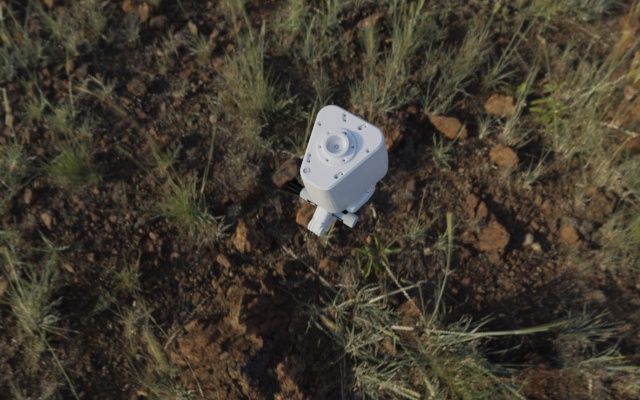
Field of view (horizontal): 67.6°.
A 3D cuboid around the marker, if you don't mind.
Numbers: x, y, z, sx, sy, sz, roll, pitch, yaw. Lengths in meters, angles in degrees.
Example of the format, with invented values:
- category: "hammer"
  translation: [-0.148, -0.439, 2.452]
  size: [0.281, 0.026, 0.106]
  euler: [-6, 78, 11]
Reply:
- category: "marker"
  translation: [0.000, 0.002, 0.709]
  size: [0.121, 0.020, 0.020]
  euler: [30, 8, 15]
